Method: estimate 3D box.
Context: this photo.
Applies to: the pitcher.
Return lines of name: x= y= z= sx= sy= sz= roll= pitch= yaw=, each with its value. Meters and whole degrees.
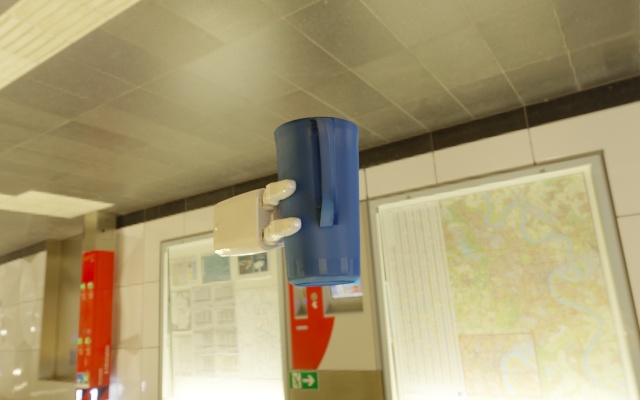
pitcher: x=0.000 y=0.002 z=0.714 sx=0.145 sy=0.242 sz=0.149 roll=-13 pitch=-16 yaw=35
